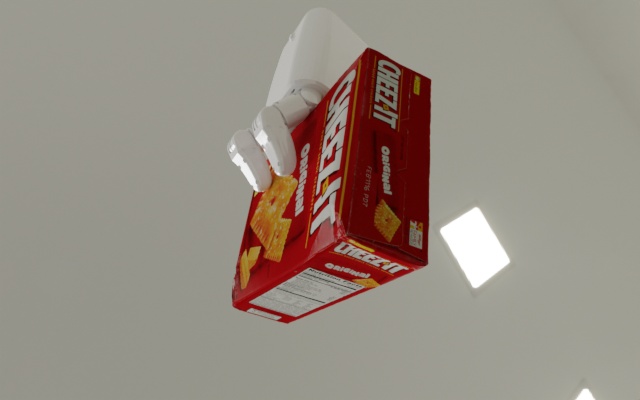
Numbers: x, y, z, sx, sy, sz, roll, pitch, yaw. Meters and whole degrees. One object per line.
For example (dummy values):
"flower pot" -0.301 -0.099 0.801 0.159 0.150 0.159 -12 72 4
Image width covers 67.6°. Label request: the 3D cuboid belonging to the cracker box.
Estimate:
"cracker box" 0.000 0.001 0.414 0.072 0.164 0.214 20 -31 -21
